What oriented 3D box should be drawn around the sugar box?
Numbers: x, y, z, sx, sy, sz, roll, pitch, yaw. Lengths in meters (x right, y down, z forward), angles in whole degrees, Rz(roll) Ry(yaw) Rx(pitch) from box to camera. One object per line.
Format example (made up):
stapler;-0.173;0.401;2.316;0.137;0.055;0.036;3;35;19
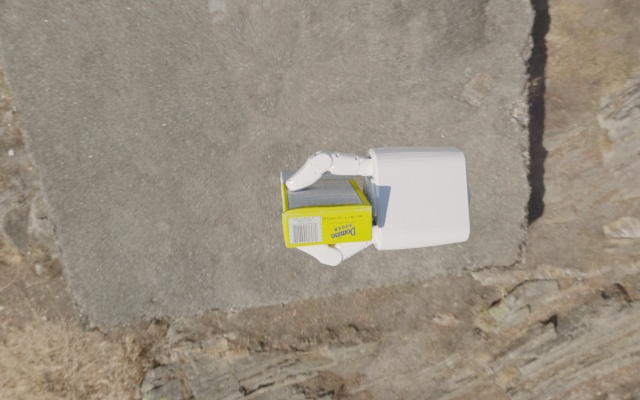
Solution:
sugar box;0.000;0.002;0.570;0.093;0.048;0.176;-3;15;-4
